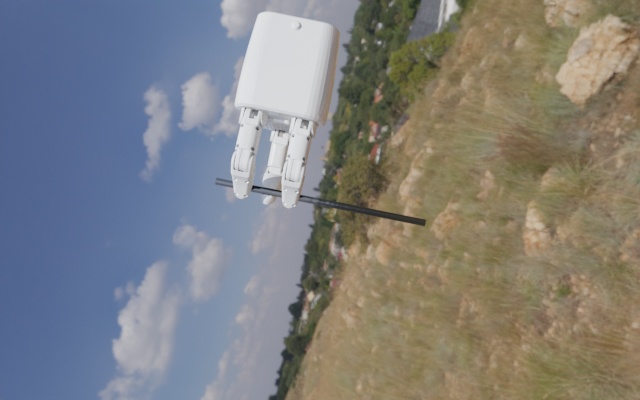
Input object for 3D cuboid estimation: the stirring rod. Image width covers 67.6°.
[{"bbox_3d":[0.000,0.002,0.540,0.239,0.011,0.011,11,0,0],"label":"stirring rod"}]
